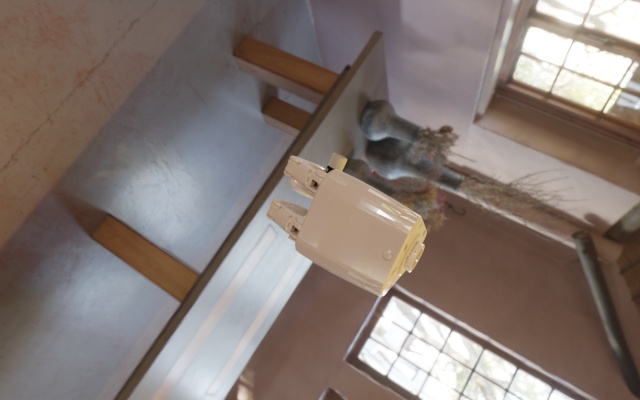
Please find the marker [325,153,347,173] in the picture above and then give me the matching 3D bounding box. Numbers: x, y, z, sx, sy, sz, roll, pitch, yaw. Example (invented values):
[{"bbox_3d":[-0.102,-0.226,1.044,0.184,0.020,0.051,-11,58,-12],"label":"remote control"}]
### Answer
[{"bbox_3d":[0.000,0.002,0.574,0.020,0.121,0.020,22,13,-5],"label":"marker"}]
